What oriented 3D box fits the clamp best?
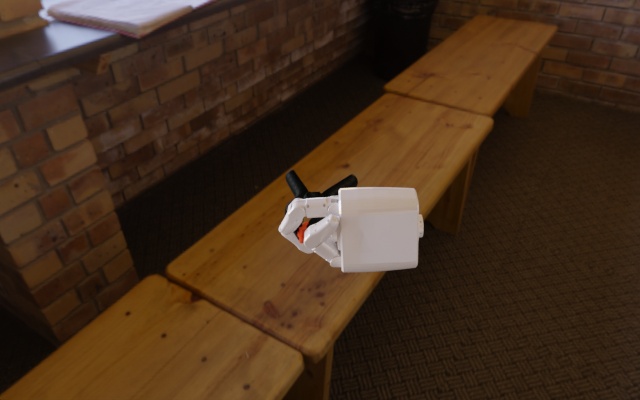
[{"bbox_3d":[0.000,0.002,0.742,0.120,0.039,0.171,-5,37,5],"label":"clamp"}]
